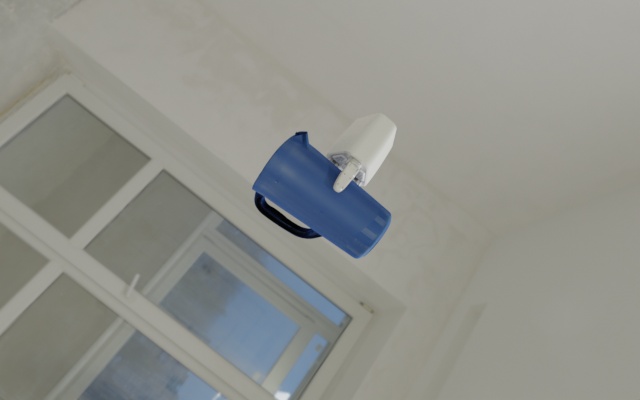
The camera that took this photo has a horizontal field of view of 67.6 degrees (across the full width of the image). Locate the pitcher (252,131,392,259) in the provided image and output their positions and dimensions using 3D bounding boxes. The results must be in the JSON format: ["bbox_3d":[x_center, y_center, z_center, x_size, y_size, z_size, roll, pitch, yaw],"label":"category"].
[{"bbox_3d":[0.000,0.003,0.880,0.243,0.145,0.149,38,-17,-2],"label":"pitcher"}]
